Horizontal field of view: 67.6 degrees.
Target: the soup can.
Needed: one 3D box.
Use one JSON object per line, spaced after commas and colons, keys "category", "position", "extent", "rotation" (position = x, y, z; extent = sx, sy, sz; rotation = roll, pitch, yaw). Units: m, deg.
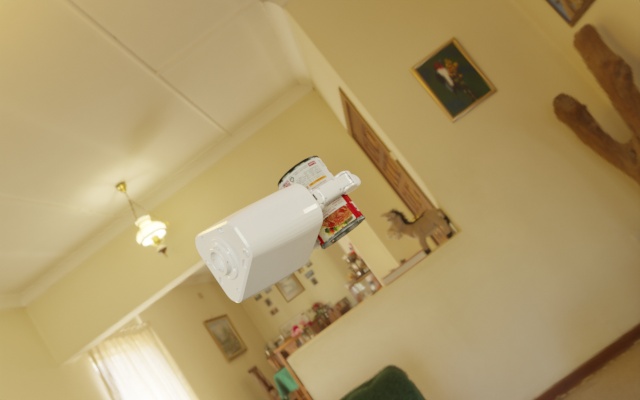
{"category": "soup can", "position": [0.000, 0.002, 0.613], "extent": [0.068, 0.102, 0.068], "rotation": [-35, -10, -7]}
